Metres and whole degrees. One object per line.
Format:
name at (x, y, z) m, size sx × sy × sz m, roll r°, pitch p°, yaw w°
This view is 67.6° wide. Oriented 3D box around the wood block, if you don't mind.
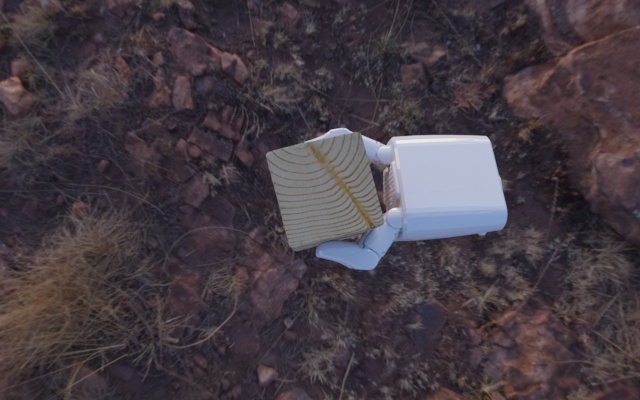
wood block at (0.000, 0.001, 0.524) m, size 0.090 × 0.091 × 0.206 m, roll -14°, pitch -6°, yaw -4°
